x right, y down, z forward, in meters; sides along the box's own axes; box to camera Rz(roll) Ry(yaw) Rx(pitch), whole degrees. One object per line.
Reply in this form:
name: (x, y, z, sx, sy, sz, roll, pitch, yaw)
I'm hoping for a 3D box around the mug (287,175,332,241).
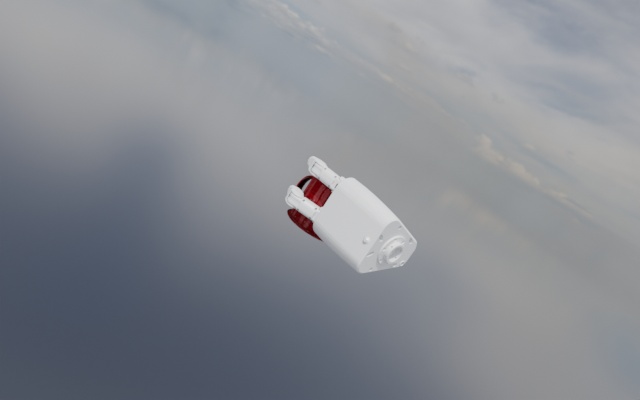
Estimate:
mug: (-0.001, 0.002, 0.771, 0.093, 0.081, 0.117, 19, 19, -48)
